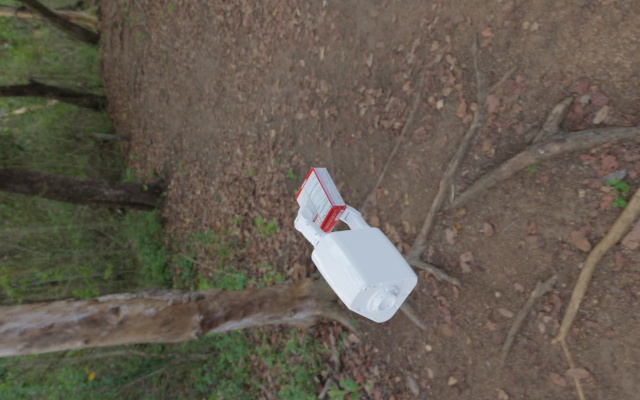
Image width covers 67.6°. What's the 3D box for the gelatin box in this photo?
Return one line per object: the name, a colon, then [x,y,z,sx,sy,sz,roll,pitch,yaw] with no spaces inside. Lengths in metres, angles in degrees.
gelatin box: [0.000,0.002,0.760,0.030,0.089,0.073,-2,-41,-34]
